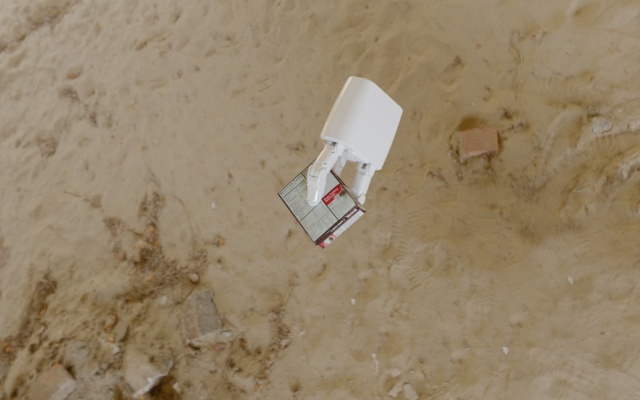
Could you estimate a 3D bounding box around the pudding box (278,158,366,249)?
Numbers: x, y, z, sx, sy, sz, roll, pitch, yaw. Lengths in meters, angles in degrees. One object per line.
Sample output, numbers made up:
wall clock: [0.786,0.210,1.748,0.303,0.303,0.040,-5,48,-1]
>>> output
pudding box: [0.000,0.002,0.728,0.090,0.113,0.039,-42,-30,8]
